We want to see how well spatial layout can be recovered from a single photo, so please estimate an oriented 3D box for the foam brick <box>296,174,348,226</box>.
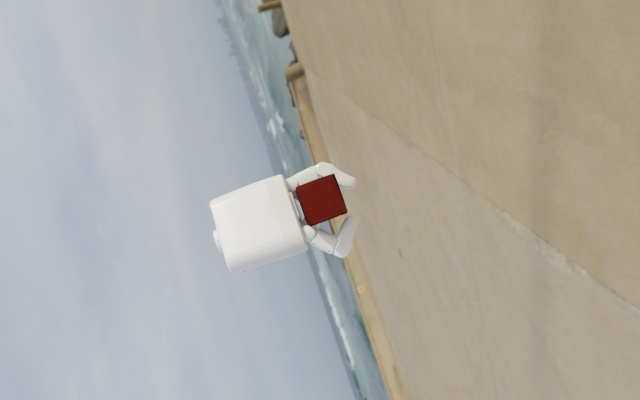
[{"bbox_3d":[0.000,0.002,0.622,0.051,0.053,0.078,-19,-4,-4],"label":"foam brick"}]
